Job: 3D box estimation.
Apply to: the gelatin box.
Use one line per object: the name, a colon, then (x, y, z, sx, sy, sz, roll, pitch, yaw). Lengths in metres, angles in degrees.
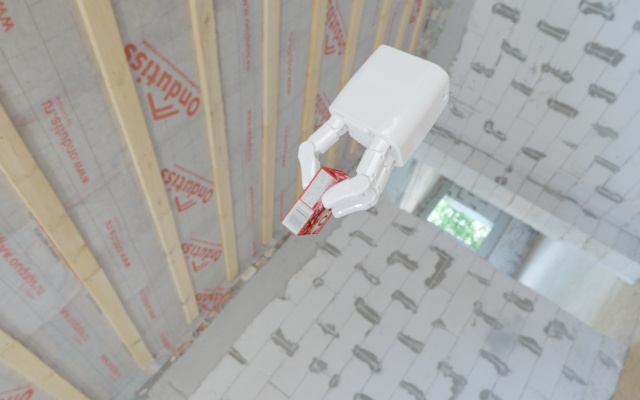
gelatin box: (0.000, 0.002, 0.596, 0.030, 0.089, 0.073, 40, 12, 17)
